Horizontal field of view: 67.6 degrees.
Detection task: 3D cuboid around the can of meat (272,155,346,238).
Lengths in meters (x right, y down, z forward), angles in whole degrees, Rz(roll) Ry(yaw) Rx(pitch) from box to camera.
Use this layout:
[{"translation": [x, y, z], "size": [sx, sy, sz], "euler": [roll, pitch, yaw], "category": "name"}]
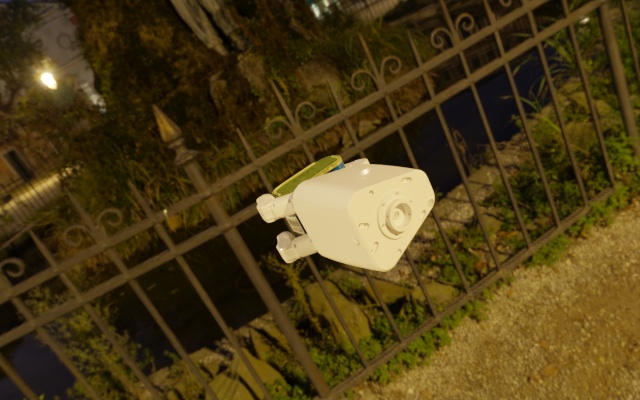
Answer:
[{"translation": [0.000, 0.002, 0.609], "size": [0.102, 0.084, 0.057], "euler": [-36, 22, -22], "category": "can of meat"}]
